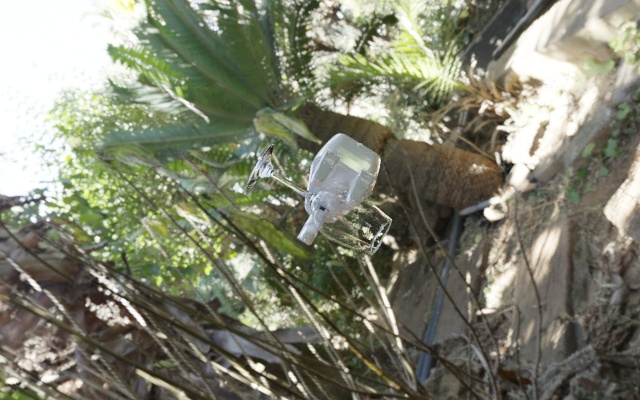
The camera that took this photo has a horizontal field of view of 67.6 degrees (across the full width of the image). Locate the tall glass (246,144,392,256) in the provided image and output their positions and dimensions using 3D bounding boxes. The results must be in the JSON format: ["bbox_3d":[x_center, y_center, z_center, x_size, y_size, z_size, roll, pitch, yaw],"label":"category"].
[{"bbox_3d":[-0.001,0.002,0.679,0.201,0.079,0.079,31,0,0],"label":"tall glass"}]
